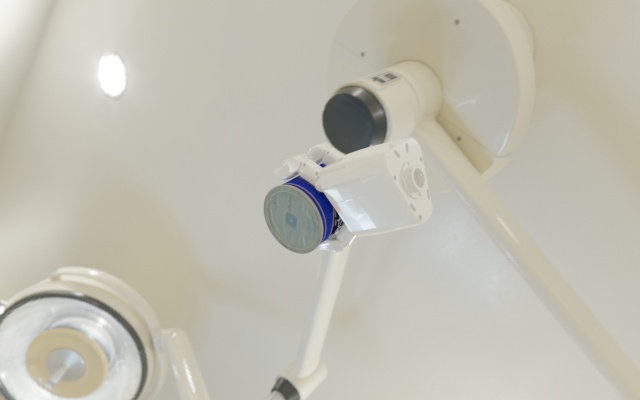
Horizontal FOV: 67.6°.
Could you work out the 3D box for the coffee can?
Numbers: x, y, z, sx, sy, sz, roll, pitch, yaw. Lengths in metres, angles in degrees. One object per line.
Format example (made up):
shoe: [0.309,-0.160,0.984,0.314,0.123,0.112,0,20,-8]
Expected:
coffee can: [0.000,0.002,0.707,0.103,0.103,0.140,0,22,40]
